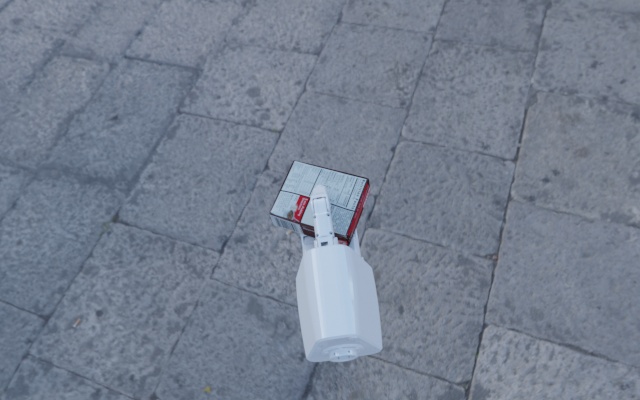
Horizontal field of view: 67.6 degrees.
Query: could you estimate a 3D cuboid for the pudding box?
[{"bbox_3d":[0.000,0.002,0.632,0.113,0.090,0.039,16,-24,16],"label":"pudding box"}]
